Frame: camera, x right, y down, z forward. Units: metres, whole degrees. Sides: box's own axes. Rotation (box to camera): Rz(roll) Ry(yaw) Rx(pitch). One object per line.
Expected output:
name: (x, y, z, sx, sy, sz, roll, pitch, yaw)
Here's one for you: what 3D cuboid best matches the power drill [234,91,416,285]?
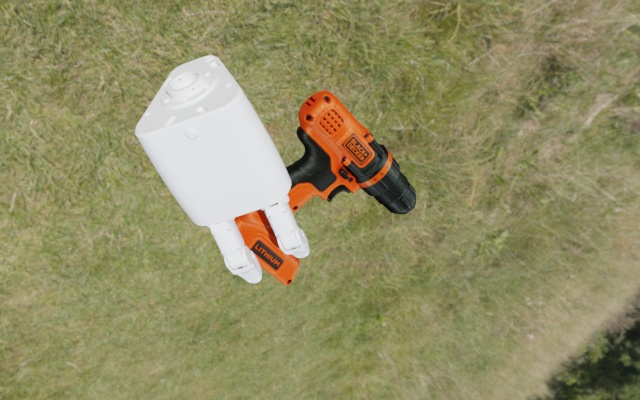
power drill: (0.000, 0.002, 0.529, 0.184, 0.187, 0.057, 43, 1, -28)
